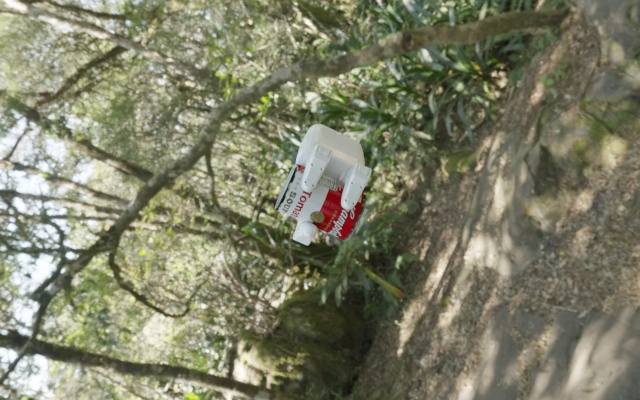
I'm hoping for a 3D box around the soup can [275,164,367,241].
[{"bbox_3d":[0.000,0.002,0.625,0.102,0.068,0.068,25,-4,-8],"label":"soup can"}]
